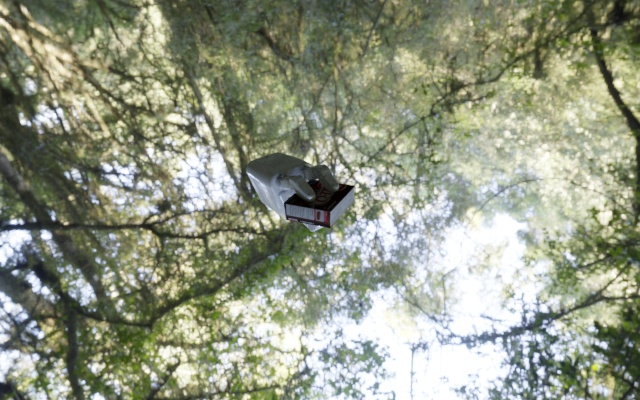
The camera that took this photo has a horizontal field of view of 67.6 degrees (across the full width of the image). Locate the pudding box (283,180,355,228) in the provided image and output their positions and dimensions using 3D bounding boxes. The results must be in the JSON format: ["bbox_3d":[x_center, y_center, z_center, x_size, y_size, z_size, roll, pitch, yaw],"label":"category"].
[{"bbox_3d":[0.000,0.003,0.853,0.090,0.039,0.113,9,31,24],"label":"pudding box"}]
